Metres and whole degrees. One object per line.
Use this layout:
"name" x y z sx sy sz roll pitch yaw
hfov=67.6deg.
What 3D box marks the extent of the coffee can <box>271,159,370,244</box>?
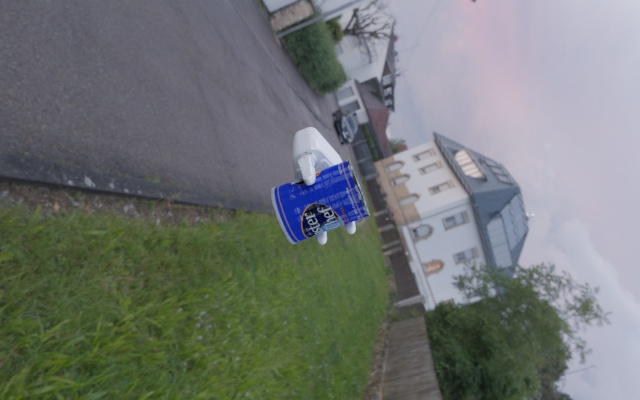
"coffee can" 0.000 0.003 0.808 0.140 0.103 0.103 -20 -3 8
